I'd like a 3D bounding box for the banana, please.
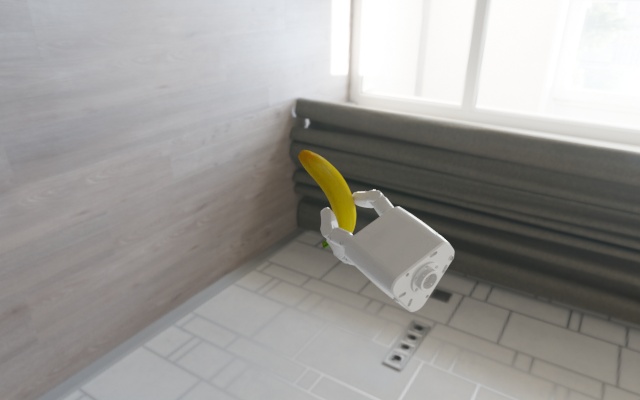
[{"bbox_3d":[0.019,0.001,0.773,0.069,0.198,0.037,-13,33,1],"label":"banana"}]
